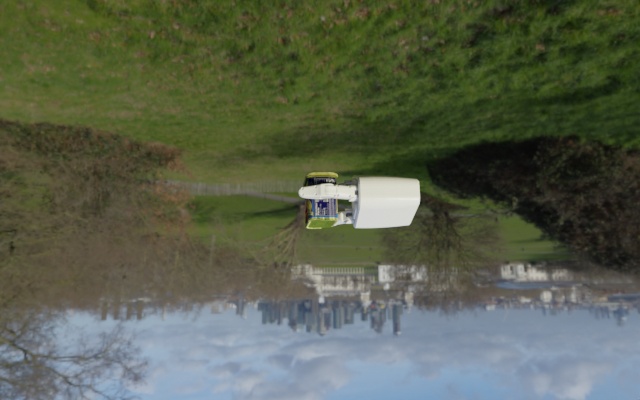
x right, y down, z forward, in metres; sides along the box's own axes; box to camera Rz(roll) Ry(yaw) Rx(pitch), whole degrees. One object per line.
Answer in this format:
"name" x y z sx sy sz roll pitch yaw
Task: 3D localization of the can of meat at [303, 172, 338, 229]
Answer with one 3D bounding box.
"can of meat" 0.000 0.003 0.861 0.057 0.084 0.102 -1 -12 -6
